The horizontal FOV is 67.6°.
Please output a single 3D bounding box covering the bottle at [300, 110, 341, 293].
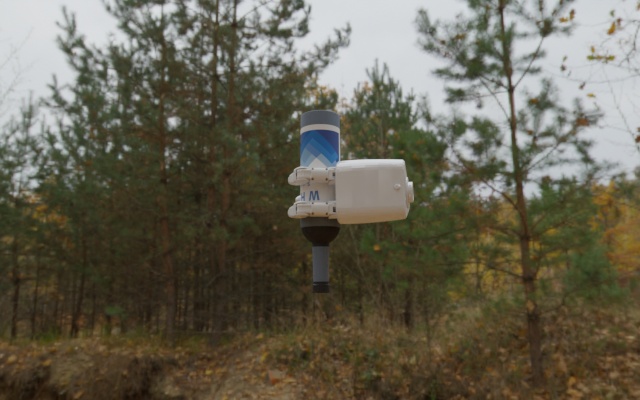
[{"bbox_3d":[0.000,0.002,0.789,0.069,0.295,0.069,0,-9,0],"label":"bottle"}]
